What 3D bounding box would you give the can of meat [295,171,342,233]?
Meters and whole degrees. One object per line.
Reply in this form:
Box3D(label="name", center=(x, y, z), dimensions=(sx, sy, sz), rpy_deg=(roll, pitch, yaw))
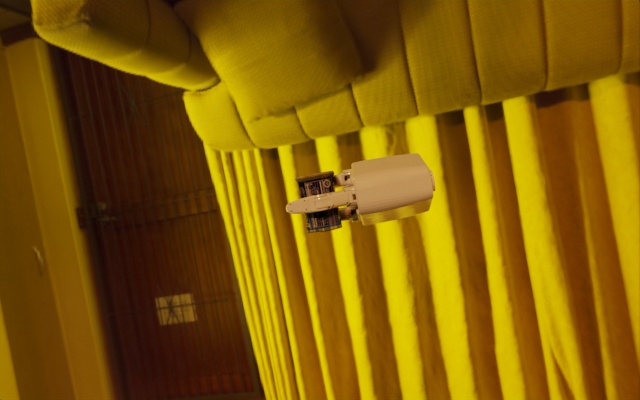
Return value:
Box3D(label="can of meat", center=(0.000, 0.003, 0.719), dimensions=(0.057, 0.084, 0.102), rpy_deg=(-11, 1, 3))
